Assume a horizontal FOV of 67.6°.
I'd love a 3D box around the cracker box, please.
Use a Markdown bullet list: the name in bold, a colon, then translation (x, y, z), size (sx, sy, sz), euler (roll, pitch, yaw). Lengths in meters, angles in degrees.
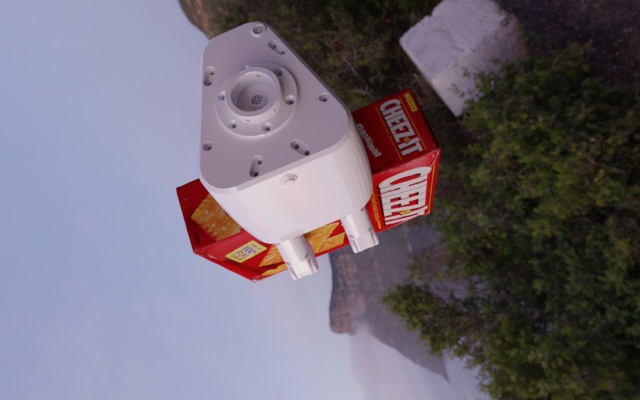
- **cracker box**: translation (0.000, 0.001, 0.456), size (0.214, 0.072, 0.164), euler (-22, -21, 2)
